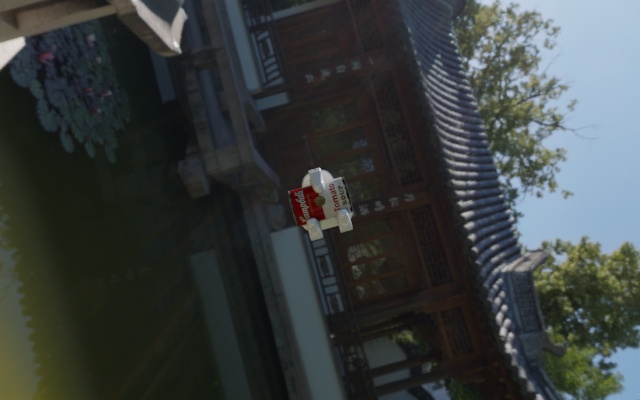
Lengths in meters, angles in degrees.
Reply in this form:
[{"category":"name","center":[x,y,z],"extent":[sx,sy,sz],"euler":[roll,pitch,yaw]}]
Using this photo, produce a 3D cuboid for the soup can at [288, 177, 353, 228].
[{"category":"soup can","center":[0.000,0.003,0.848],"extent":[0.102,0.068,0.068],"euler":[-15,0,0]}]
